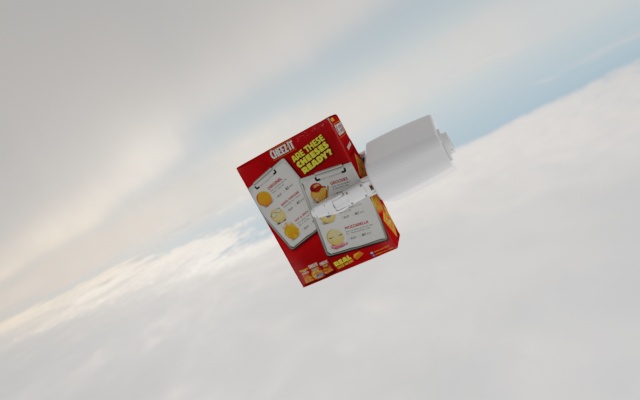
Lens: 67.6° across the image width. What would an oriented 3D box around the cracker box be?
[{"bbox_3d":[0.000,0.003,0.725,0.164,0.214,0.072,-26,8,18],"label":"cracker box"}]
